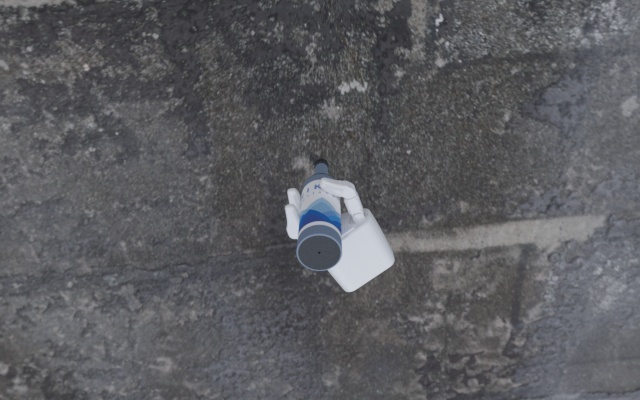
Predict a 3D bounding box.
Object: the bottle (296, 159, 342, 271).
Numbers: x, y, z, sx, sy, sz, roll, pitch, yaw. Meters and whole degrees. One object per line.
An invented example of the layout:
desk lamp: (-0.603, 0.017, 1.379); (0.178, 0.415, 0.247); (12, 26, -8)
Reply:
bottle: (0.000, 0.003, 0.815); (0.069, 0.069, 0.295); (0, 30, 1)
